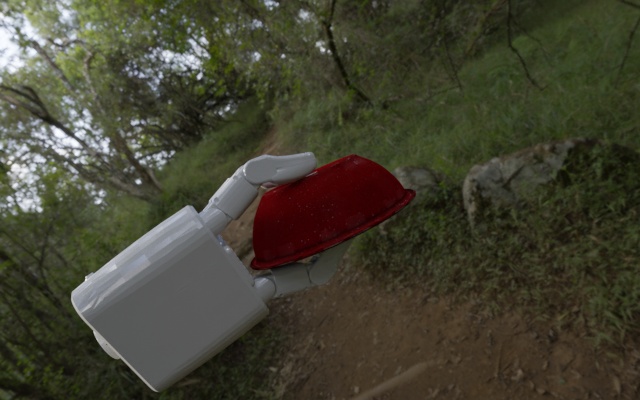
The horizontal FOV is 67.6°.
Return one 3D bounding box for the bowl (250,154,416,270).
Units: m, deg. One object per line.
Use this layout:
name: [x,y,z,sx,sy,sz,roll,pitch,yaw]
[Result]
bowl: [0.001,0.000,0.429,0.162,0.055,0.162,-24,5,2]
